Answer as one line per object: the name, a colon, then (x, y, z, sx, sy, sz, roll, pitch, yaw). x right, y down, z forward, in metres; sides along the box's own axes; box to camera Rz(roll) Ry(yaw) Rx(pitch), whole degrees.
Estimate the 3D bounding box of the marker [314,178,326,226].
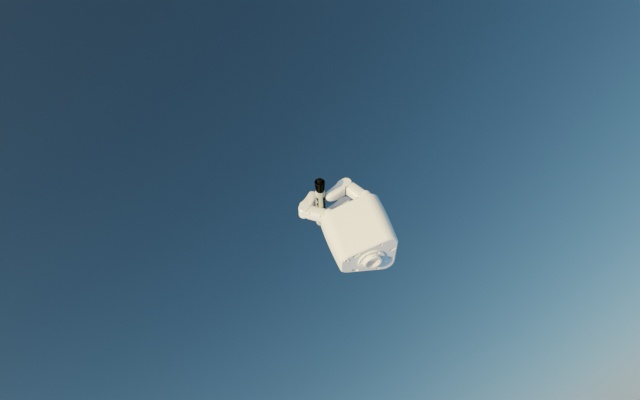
marker: (0.000, 0.003, 0.889, 0.020, 0.020, 0.121, 0, -41, 2)
